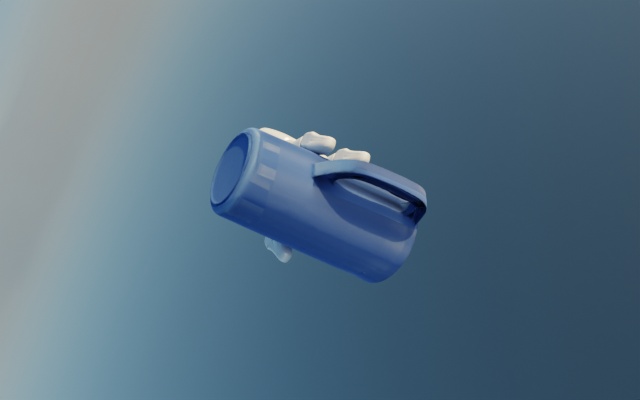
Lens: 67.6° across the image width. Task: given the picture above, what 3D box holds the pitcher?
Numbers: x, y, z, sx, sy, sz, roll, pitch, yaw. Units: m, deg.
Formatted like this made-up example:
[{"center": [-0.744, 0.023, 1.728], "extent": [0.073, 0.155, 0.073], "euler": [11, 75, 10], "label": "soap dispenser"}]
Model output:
[{"center": [0.000, 0.002, 0.588], "extent": [0.243, 0.149, 0.145], "euler": [24, 8, -30], "label": "pitcher"}]
